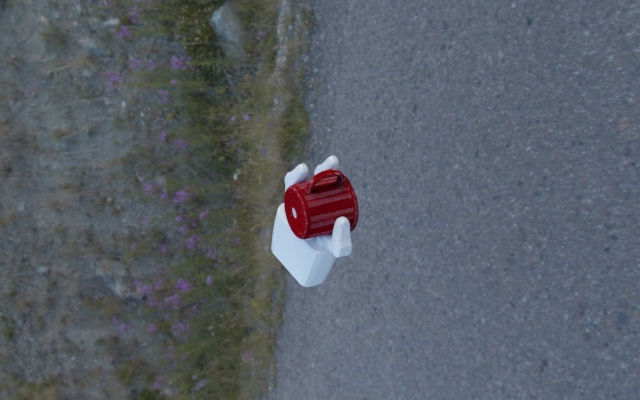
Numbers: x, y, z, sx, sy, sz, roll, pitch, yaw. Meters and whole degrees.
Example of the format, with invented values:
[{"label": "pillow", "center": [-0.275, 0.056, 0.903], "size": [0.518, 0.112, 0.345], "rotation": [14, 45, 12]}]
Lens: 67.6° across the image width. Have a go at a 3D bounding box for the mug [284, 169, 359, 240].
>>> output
[{"label": "mug", "center": [0.000, 0.001, 0.694], "size": [0.081, 0.093, 0.117], "rotation": [-13, -38, -25]}]
